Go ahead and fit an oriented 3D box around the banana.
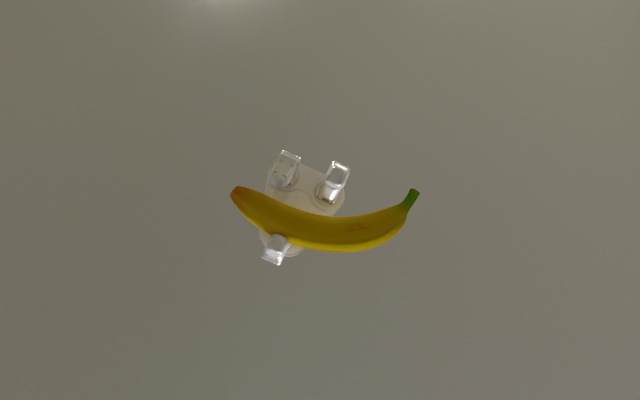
[{"bbox_3d":[0.003,0.020,0.507,0.198,0.069,0.037,0,1,-1],"label":"banana"}]
